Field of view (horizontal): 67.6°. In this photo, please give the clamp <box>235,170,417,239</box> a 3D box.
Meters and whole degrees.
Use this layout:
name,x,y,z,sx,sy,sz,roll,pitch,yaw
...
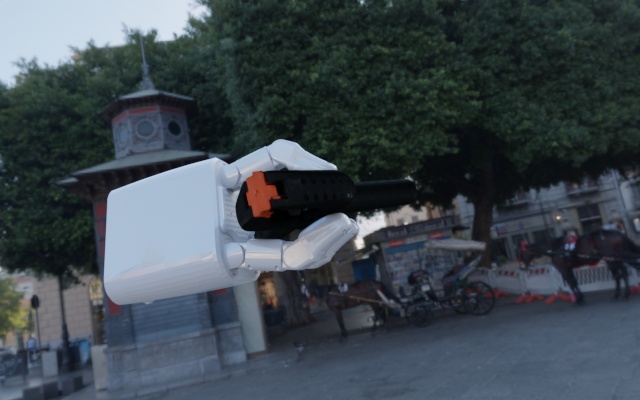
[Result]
name,x,y,z,sx,sy,sz,roll,pitch,yaw
clamp,0.000,0.001,0.400,0.164,0.036,0.210,-16,-10,9
